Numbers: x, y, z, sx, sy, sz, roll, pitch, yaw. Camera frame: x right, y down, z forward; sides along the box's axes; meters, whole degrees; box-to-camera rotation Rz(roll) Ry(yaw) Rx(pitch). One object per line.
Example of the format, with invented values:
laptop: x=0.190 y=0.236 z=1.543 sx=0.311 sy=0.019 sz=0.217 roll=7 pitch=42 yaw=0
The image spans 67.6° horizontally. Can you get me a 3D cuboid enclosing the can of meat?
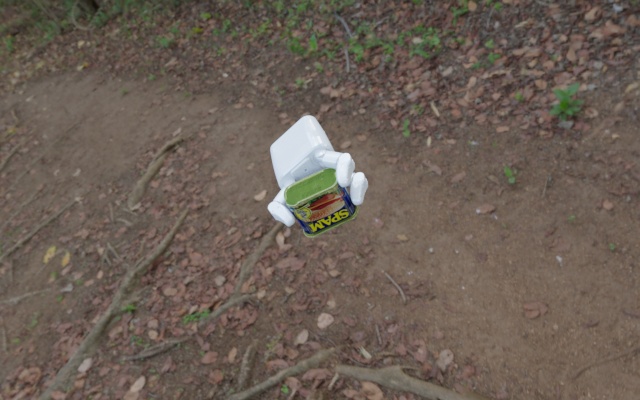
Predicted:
can of meat: x=0.000 y=0.002 z=0.790 sx=0.102 sy=0.057 sz=0.084 roll=-25 pitch=-47 yaw=7
